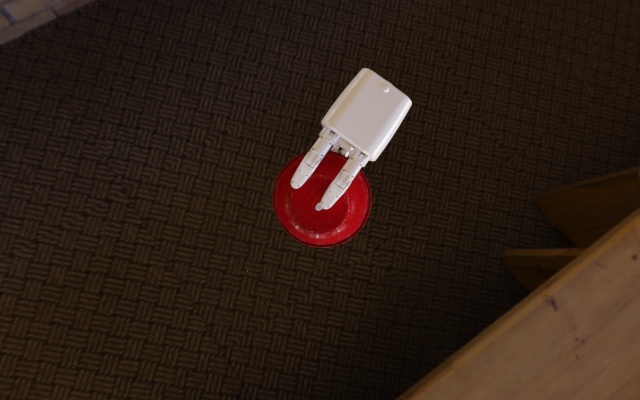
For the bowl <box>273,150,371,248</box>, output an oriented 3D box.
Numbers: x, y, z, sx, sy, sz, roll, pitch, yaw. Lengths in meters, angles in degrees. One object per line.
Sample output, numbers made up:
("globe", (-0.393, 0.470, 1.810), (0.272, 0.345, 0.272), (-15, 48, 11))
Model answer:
("bowl", (0.000, 0.004, 0.753), (0.162, 0.162, 0.055), (0, 10, 4))
